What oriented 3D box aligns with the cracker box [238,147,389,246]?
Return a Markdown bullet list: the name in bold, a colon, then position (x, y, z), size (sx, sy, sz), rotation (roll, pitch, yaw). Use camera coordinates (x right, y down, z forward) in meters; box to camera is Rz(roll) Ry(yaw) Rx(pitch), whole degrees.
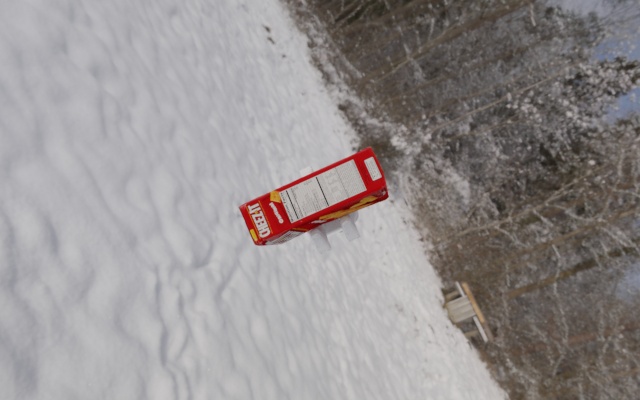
- **cracker box**: position (0.000, 0.002, 0.758), size (0.214, 0.072, 0.164), rotation (-24, -8, 6)
